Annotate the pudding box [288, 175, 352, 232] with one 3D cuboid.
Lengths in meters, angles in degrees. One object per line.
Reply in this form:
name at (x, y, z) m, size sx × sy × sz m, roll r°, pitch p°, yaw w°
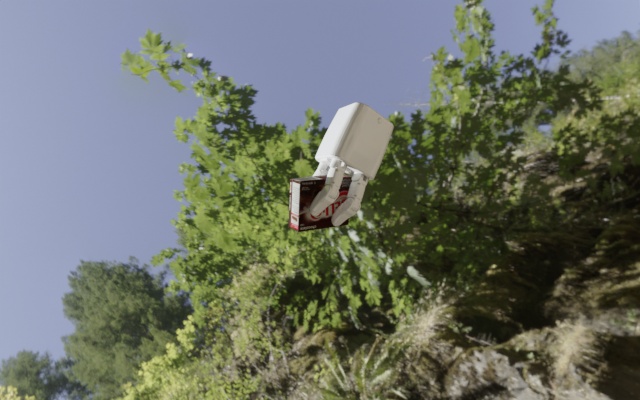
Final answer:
pudding box at (0.000, 0.003, 0.837) m, size 0.113 × 0.090 × 0.039 m, roll -6°, pitch 15°, yaw -33°
